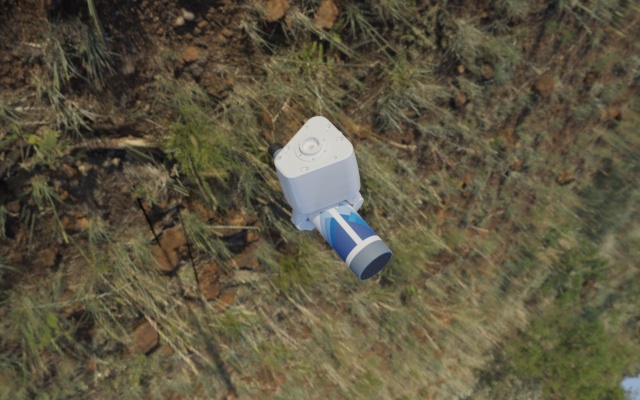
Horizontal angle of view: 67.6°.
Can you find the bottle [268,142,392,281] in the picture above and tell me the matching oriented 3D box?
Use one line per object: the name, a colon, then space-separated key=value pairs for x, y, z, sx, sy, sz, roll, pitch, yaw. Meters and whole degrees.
bottle: x=0.000 y=0.003 z=0.801 sx=0.069 sy=0.069 sz=0.295 roll=0 pitch=42 yaw=-51
